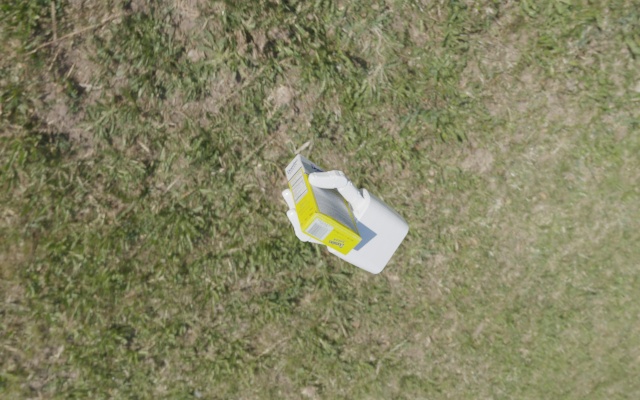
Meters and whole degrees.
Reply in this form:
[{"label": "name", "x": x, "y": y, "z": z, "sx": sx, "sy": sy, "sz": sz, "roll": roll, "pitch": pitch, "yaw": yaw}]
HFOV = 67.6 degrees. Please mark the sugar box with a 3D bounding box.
[{"label": "sugar box", "x": 0.000, "y": 0.003, "z": 0.770, "sx": 0.093, "sy": 0.048, "sz": 0.176, "roll": 32, "pitch": 20, "yaw": -29}]
